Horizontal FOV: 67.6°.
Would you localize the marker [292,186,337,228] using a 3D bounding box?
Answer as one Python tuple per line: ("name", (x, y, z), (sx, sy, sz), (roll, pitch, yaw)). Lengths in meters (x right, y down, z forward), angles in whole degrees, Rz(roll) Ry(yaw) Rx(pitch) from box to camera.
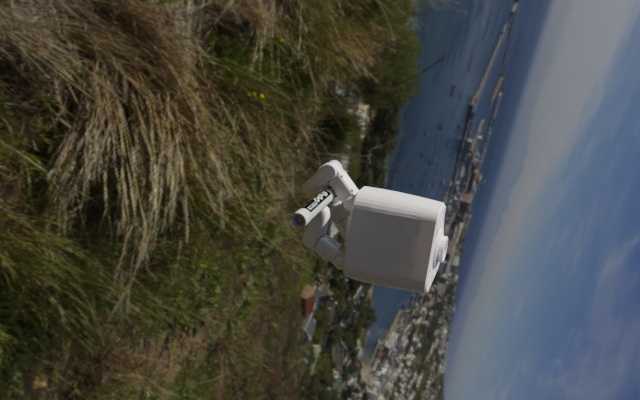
("marker", (0.000, 0.002, 0.587), (0.020, 0.020, 0.121), (0, 20, 26))
